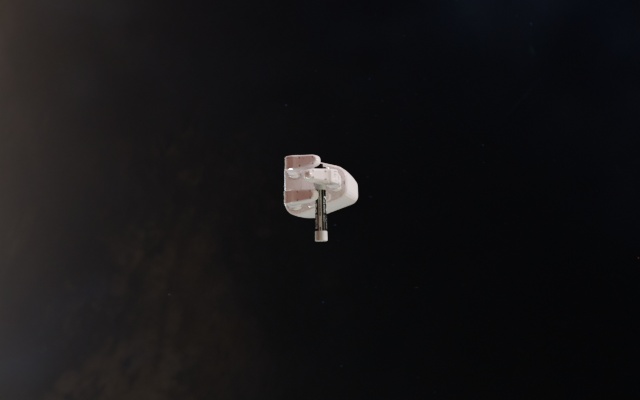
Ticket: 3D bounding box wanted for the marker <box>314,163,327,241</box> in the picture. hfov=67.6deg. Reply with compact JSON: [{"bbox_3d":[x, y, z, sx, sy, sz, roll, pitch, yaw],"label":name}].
[{"bbox_3d":[0.000,0.002,0.740,0.020,0.121,0.020,-1,-7,0],"label":"marker"}]
